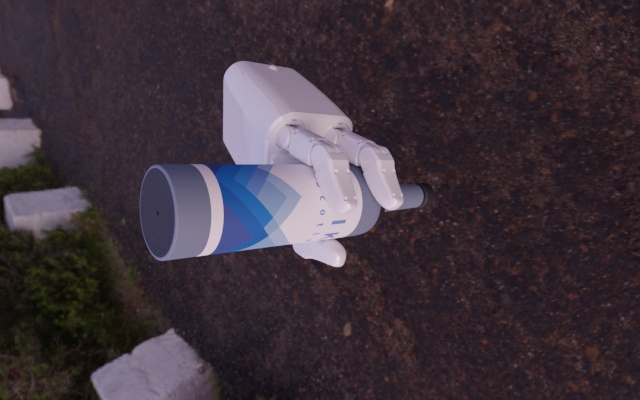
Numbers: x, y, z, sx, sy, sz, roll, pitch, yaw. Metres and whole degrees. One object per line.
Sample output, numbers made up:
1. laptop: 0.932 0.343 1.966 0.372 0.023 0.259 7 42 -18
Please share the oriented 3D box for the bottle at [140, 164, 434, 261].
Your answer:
1. bottle: 0.000 0.001 0.421 0.296 0.069 0.069 -4 2 -40
